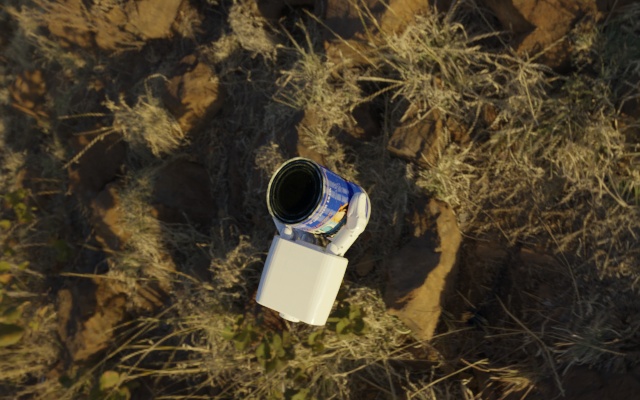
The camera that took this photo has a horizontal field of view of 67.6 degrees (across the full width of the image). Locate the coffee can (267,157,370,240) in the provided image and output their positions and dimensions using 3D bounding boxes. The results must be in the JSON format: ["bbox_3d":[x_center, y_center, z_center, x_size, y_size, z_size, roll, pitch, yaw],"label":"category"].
[{"bbox_3d":[0.000,0.002,0.739,0.103,0.102,0.140,0,-14,34],"label":"coffee can"}]
